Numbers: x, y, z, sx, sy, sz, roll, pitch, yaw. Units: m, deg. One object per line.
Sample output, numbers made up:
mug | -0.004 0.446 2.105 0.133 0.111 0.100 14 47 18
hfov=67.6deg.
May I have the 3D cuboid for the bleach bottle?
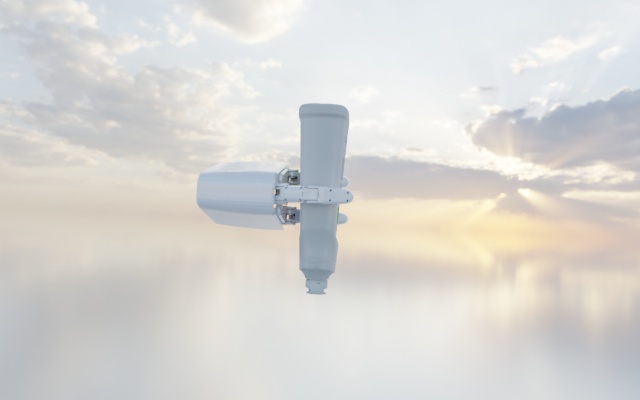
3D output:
bleach bottle | 0.000 0.002 0.653 0.068 0.251 0.102 3 -3 6
